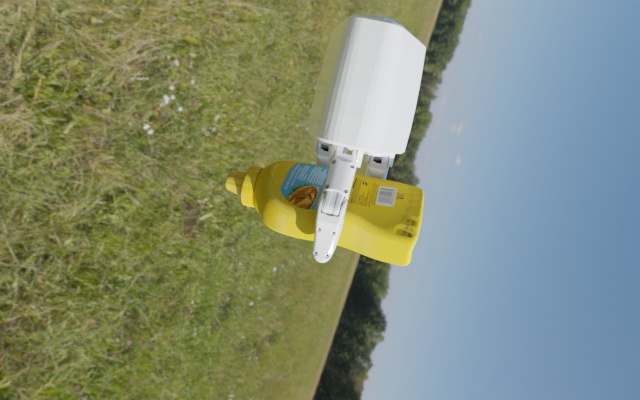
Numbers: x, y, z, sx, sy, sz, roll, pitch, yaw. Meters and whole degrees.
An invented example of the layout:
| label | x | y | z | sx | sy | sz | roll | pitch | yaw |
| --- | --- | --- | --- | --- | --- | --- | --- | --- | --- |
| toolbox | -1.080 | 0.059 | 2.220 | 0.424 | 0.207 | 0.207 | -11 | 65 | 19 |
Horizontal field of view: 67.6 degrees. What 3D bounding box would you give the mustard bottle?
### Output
| label | x | y | z | sx | sy | sz | roll | pitch | yaw |
| --- | --- | --- | --- | --- | --- | --- | --- | --- | --- |
| mustard bottle | 0.000 | 0.002 | 0.466 | 0.191 | 0.058 | 0.096 | 14 | 36 | 7 |
